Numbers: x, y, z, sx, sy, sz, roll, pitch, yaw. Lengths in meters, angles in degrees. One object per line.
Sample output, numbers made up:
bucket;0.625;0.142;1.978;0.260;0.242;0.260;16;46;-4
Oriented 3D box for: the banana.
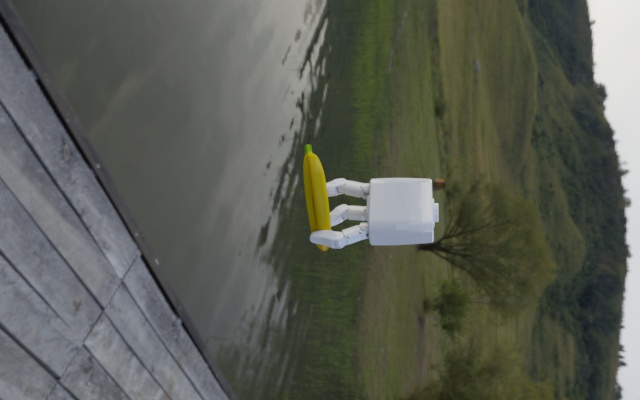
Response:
banana;-0.003;0.005;0.822;0.037;0.198;0.069;-4;16;9
